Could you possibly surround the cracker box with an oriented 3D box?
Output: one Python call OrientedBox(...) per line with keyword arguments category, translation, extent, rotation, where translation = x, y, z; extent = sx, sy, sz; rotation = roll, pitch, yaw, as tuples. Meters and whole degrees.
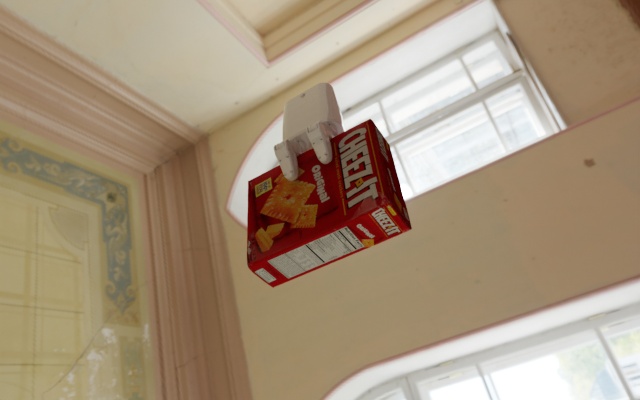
OrientedBox(category="cracker box", translation=(0.000, 0.002, 0.656), extent=(0.214, 0.164, 0.072), rotation=(-26, -46, 20))
